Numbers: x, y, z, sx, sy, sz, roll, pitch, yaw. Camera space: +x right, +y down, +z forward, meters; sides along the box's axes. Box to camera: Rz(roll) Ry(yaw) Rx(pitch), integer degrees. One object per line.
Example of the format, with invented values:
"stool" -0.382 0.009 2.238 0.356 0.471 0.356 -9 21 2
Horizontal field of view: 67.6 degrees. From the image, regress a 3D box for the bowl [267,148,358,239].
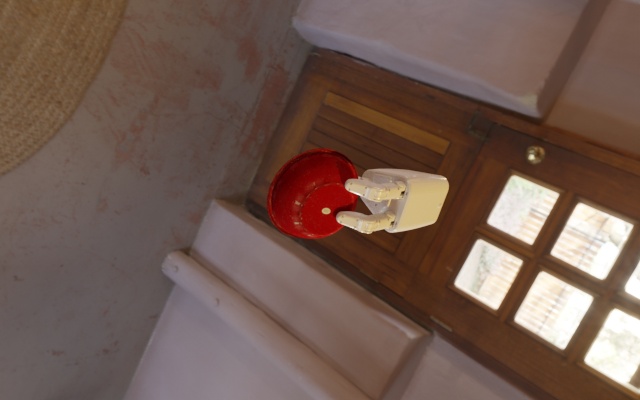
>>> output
"bowl" -0.001 0.003 0.752 0.162 0.162 0.055 0 27 -27
